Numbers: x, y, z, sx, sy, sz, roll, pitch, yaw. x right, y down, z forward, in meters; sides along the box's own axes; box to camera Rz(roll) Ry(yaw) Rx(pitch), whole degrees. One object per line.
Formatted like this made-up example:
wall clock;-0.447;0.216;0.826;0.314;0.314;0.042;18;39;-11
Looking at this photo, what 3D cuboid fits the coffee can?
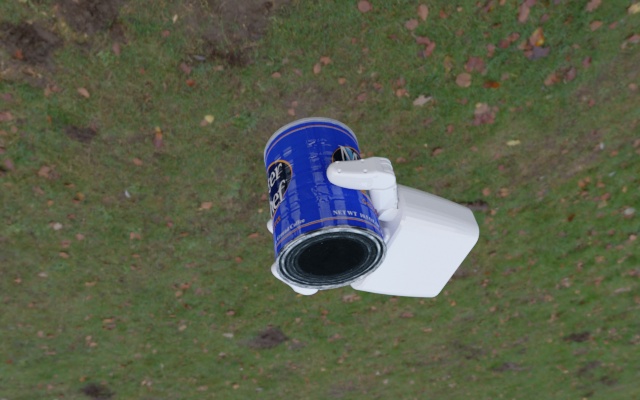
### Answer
coffee can;0.000;0.001;0.475;0.103;0.140;0.103;-6;-39;-5
